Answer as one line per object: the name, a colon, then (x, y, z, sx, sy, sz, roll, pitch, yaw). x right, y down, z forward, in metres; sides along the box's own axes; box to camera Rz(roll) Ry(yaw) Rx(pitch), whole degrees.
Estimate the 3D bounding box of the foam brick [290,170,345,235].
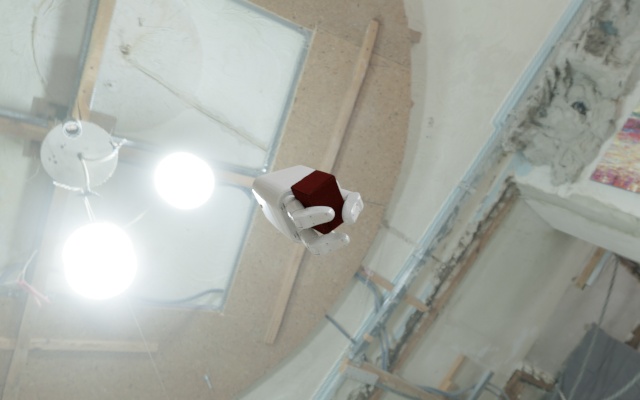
foam brick: (0.000, 0.002, 0.710, 0.053, 0.078, 0.051, -35, 32, -21)
